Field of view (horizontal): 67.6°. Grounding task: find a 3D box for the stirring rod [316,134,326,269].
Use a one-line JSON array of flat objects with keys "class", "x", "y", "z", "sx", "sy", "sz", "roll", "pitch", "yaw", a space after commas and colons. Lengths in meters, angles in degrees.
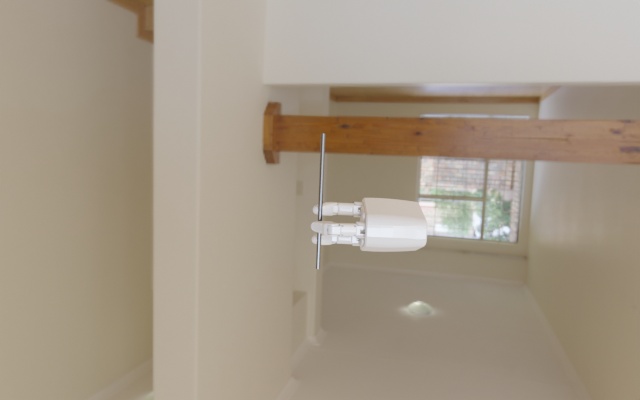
[{"class": "stirring rod", "x": 0.000, "y": 0.003, "z": 0.847, "sx": 0.011, "sy": 0.239, "sz": 0.011, "roll": 2, "pitch": 6, "yaw": 0}]
